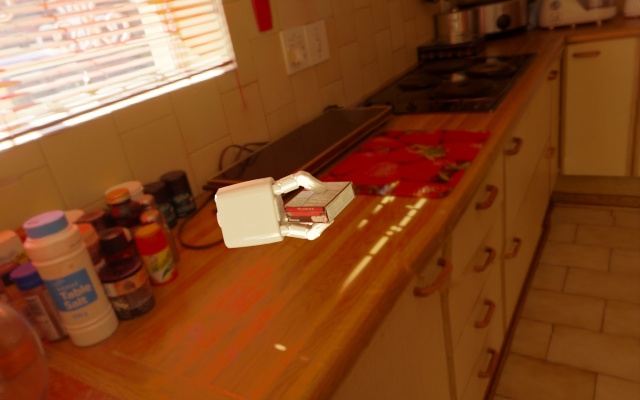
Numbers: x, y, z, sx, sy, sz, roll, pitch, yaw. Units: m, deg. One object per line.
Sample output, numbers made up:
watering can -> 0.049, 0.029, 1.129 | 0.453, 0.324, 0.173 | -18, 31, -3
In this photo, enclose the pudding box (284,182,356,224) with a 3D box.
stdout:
pudding box -> 0.000, 0.003, 0.879 | 0.090, 0.039, 0.113 | 1, 28, 31
